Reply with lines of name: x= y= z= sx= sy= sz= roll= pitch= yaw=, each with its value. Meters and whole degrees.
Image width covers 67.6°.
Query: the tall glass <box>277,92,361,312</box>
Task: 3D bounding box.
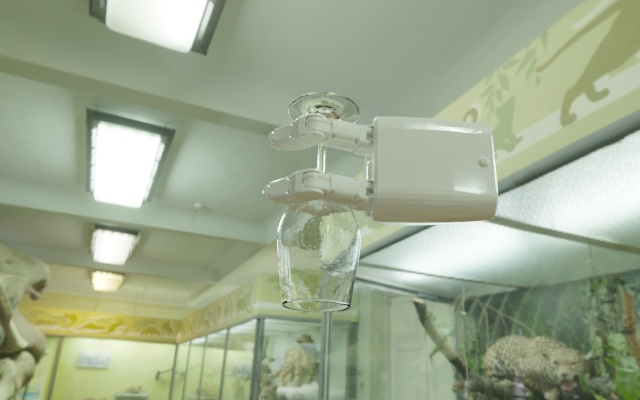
tall glass: x=0.000 y=0.001 z=0.458 sx=0.079 sy=0.201 sz=0.079 roll=2 pitch=-21 yaw=1
